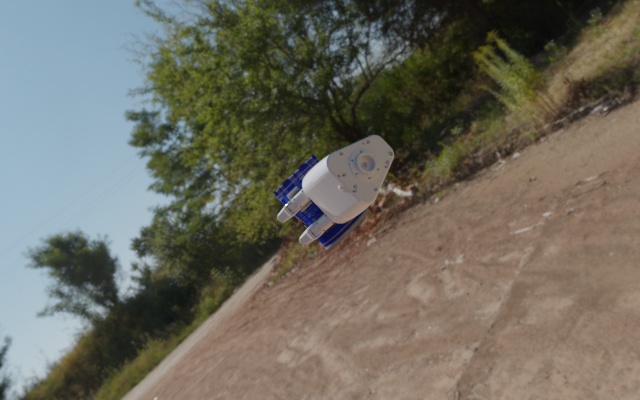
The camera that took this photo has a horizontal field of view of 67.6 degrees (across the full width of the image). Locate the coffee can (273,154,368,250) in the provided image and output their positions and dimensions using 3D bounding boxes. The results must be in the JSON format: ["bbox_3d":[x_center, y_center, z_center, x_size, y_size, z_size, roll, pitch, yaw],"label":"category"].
[{"bbox_3d":[0.000,0.003,0.846,0.103,0.140,0.103,-44,2,2],"label":"coffee can"}]
